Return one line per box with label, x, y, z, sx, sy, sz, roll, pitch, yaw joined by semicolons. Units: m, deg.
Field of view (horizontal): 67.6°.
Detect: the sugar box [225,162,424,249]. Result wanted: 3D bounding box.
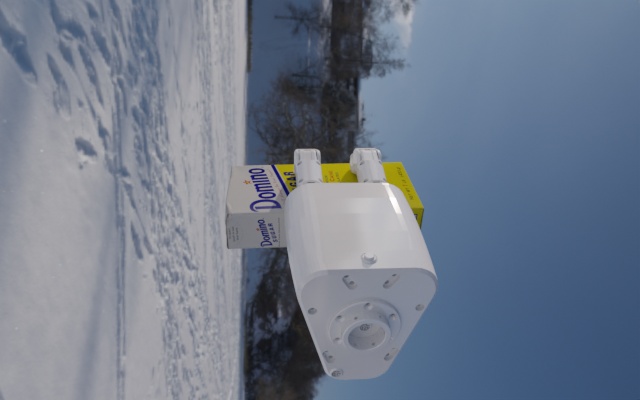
sugar box;0.000;0.001;0.460;0.176;0.048;0.093;0;32;-7
